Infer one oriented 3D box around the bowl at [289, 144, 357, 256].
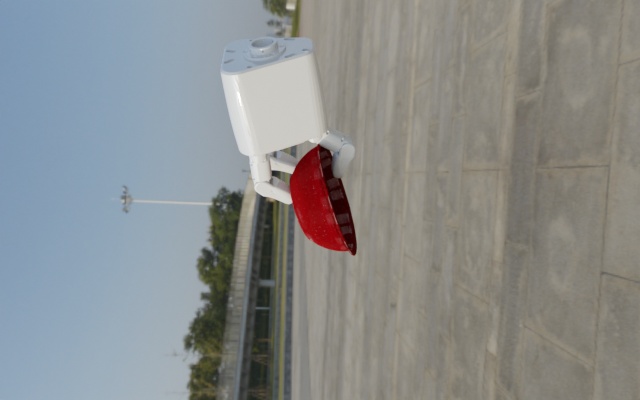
[{"bbox_3d":[0.000,0.003,0.641,0.055,0.162,0.162,-17,-3,10],"label":"bowl"}]
